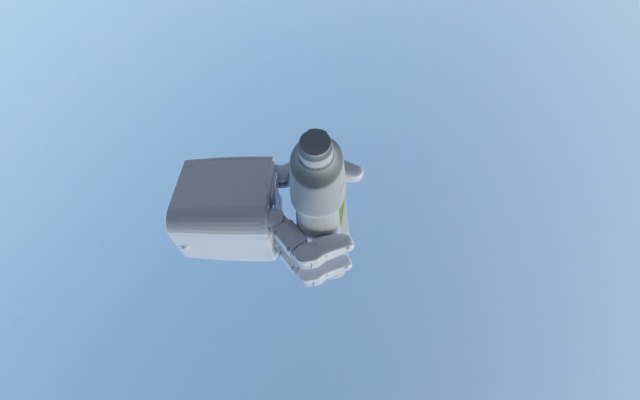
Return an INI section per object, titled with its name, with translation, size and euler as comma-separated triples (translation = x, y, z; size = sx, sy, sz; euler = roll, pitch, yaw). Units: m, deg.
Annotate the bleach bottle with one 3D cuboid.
[bleach bottle]
translation = 0.000, 0.002, 0.520
size = 0.068, 0.102, 0.251
euler = 0, -28, 2
